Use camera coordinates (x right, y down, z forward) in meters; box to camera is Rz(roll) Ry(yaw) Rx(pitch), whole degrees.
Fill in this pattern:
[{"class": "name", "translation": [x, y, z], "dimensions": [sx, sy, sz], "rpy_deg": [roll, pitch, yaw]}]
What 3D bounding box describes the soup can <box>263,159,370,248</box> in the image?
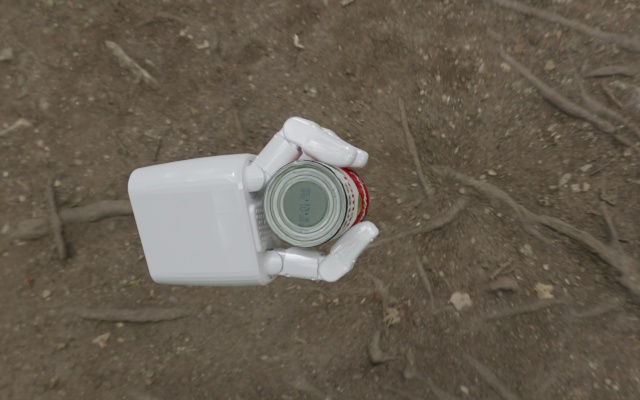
[{"class": "soup can", "translation": [0.000, 0.001, 0.402], "dimensions": [0.068, 0.068, 0.102], "rpy_deg": [0, 1, 15]}]
